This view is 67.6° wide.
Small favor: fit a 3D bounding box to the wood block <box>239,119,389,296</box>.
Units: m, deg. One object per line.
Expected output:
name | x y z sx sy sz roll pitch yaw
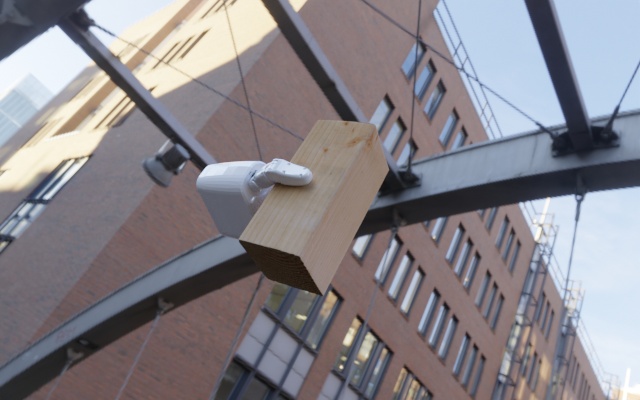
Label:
wood block | 0.000 0.002 0.605 0.090 0.206 0.091 11 -34 31
